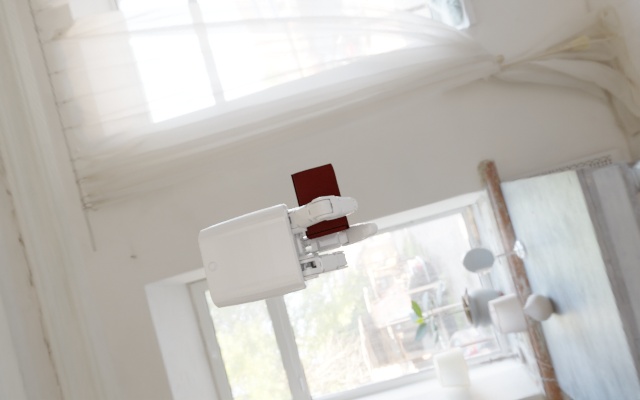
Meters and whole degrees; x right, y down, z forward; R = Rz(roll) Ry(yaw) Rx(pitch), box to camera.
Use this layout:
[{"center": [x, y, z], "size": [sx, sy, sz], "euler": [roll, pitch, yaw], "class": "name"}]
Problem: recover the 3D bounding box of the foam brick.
[{"center": [0.000, 0.002, 0.573], "size": [0.051, 0.078, 0.053], "euler": [-15, -9, 3], "class": "foam brick"}]
